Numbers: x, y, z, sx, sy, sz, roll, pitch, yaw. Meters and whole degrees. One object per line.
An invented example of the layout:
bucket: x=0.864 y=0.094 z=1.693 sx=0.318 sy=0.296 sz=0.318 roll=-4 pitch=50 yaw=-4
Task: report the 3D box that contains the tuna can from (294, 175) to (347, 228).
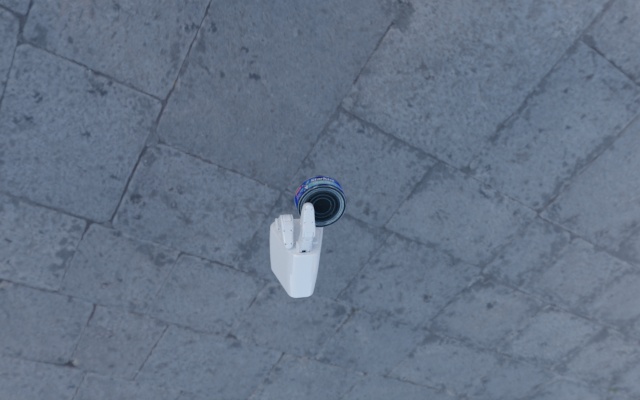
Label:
tuna can: x=0.000 y=0.003 z=0.803 sx=0.086 sy=0.086 sz=0.033 roll=0 pitch=31 yaw=-11
